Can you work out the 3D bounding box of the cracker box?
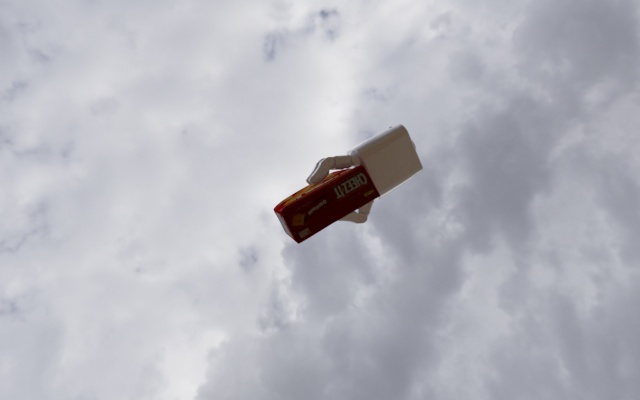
[{"bbox_3d":[0.000,0.003,0.894,0.164,0.072,0.213,-30,5,-8],"label":"cracker box"}]
